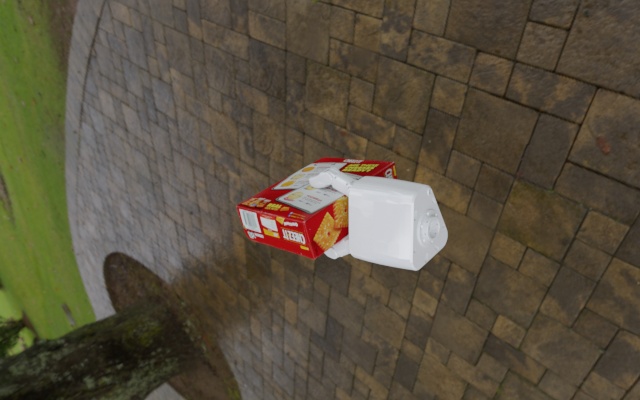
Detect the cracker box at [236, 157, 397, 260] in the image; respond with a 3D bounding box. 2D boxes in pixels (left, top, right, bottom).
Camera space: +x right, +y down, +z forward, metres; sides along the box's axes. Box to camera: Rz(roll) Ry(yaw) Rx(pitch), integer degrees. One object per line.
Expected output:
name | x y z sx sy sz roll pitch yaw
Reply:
cracker box | 0.000 0.002 0.775 0.164 0.072 0.213 10 32 44
